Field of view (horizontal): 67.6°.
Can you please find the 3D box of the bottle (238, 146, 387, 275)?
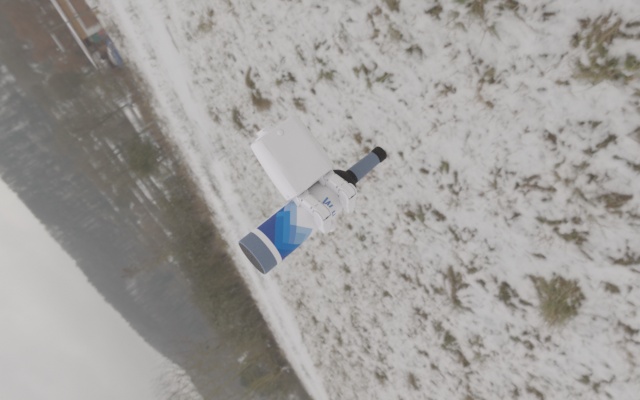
[{"bbox_3d":[0.000,0.003,0.792,0.295,0.069,0.069,-39,15,-20],"label":"bottle"}]
